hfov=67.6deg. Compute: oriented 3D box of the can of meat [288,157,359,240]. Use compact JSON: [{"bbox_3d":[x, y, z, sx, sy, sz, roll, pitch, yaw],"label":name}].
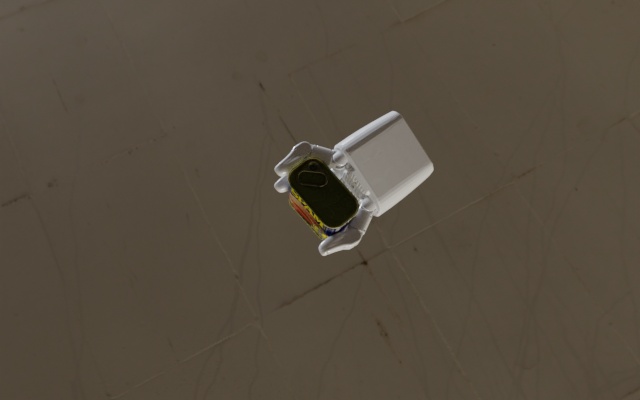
[{"bbox_3d":[0.000,0.002,0.663,0.057,0.102,0.084,-38,-12,-16],"label":"can of meat"}]
